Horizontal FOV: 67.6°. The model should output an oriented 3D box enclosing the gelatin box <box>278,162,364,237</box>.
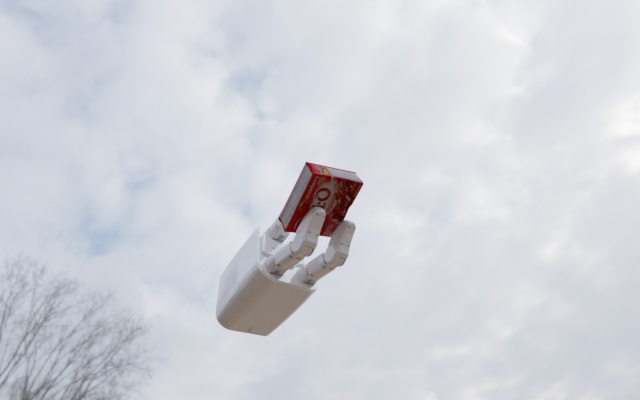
[{"bbox_3d":[0.000,0.001,0.581,0.073,0.089,0.030,10,31,-32],"label":"gelatin box"}]
